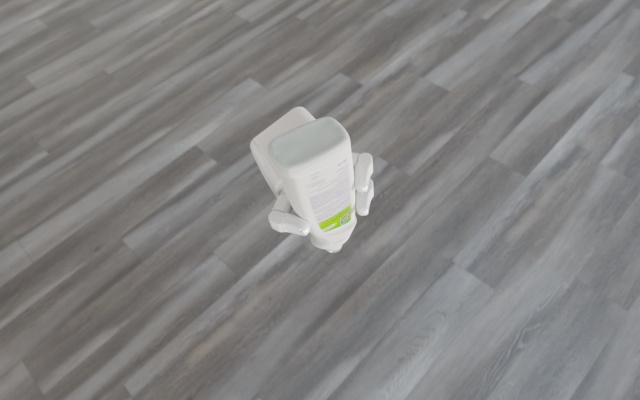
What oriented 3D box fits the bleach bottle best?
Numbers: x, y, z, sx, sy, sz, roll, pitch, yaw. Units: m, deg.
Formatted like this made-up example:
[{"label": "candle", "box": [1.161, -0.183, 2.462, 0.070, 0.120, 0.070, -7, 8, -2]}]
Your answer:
[{"label": "bleach bottle", "box": [0.000, 0.002, 0.676, 0.102, 0.068, 0.251, -26, -35, -12]}]
